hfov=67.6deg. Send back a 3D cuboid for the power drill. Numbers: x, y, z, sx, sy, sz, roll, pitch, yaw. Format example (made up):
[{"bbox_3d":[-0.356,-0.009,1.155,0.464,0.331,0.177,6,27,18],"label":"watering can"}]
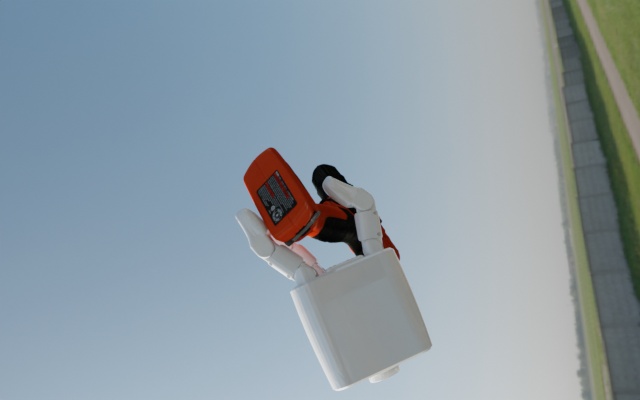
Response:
[{"bbox_3d":[0.000,0.002,0.565,0.188,0.057,0.184,20,28,-49],"label":"power drill"}]
